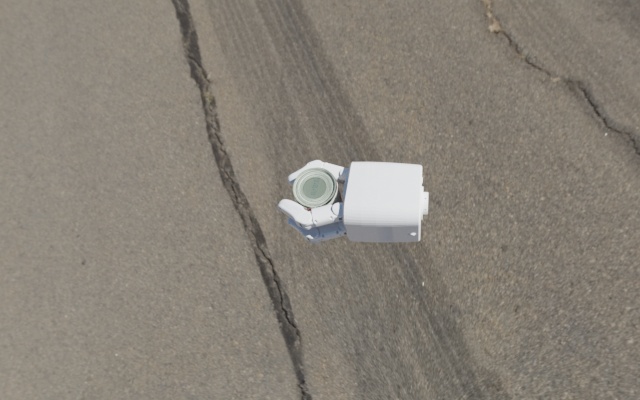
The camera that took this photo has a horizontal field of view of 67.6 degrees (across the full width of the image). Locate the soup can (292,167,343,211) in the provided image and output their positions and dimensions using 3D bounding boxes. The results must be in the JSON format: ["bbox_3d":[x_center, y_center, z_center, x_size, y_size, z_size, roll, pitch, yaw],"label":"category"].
[{"bbox_3d":[0.000,0.002,0.732,0.068,0.068,0.102,0,-25,11],"label":"soup can"}]
